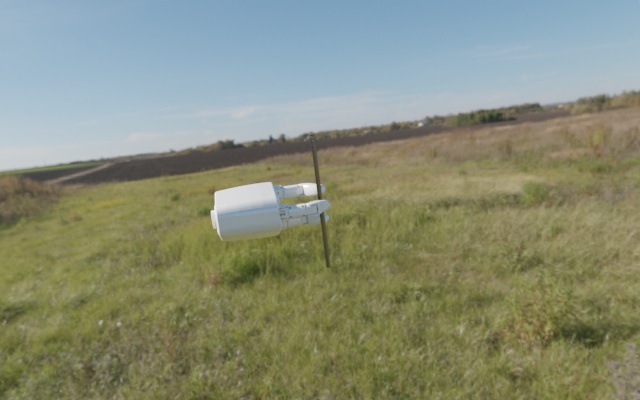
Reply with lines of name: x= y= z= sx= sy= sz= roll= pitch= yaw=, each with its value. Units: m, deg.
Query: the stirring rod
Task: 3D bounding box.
stirring rod: x=0.000 y=0.003 z=0.852 sx=0.011 sy=0.239 sz=0.011 roll=-7 pitch=7 yaw=1
